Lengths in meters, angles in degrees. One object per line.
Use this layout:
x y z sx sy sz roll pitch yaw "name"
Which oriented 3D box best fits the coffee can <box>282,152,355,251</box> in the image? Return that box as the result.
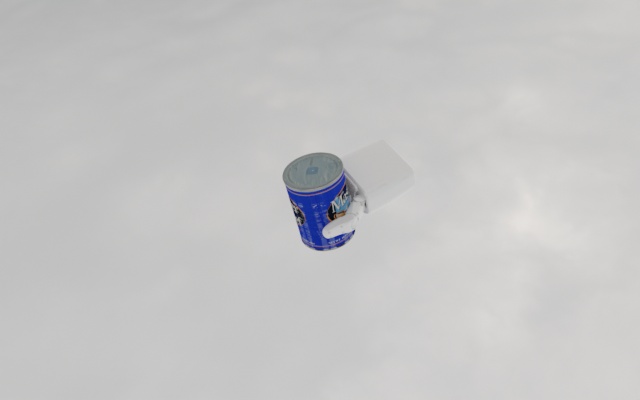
0.000 0.003 0.827 0.103 0.140 0.102 -9 38 7 "coffee can"
